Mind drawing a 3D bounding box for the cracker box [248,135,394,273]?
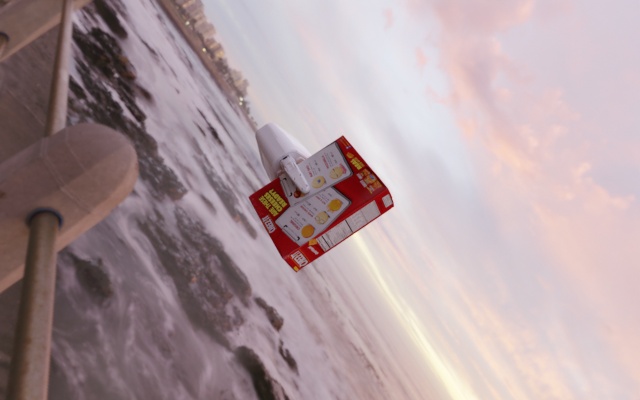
[{"bbox_3d":[0.000,0.003,0.861,0.213,0.164,0.072,-34,-39,-1],"label":"cracker box"}]
